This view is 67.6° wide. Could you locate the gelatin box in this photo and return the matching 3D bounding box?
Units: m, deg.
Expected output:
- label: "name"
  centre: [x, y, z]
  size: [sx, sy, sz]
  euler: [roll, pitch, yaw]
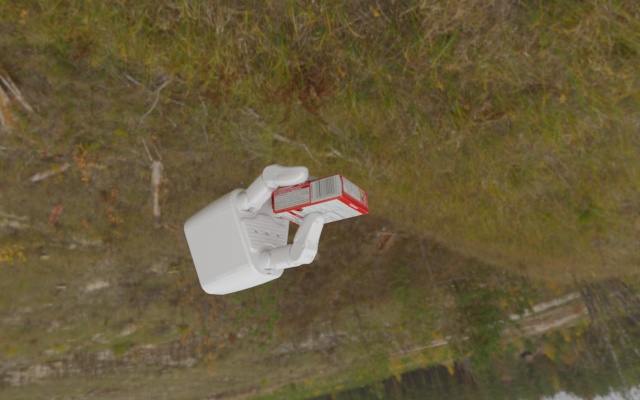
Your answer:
- label: "gelatin box"
  centre: [0.000, 0.002, 0.544]
  size: [0.089, 0.030, 0.073]
  euler: [-14, -22, 25]
